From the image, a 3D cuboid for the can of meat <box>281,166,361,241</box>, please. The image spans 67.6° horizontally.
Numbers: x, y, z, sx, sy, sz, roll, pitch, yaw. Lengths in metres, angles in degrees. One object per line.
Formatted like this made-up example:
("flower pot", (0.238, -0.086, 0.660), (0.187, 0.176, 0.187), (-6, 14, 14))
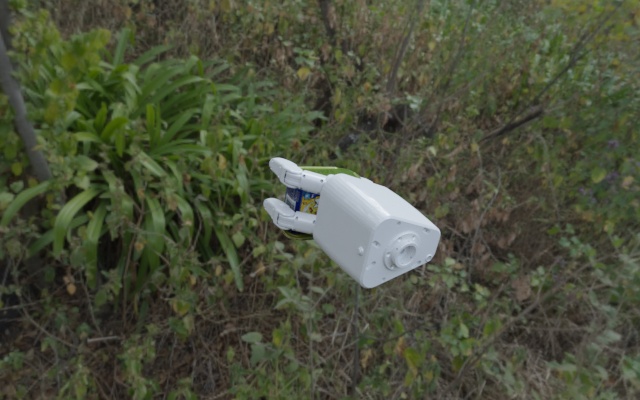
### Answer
("can of meat", (0.000, 0.002, 0.645), (0.102, 0.084, 0.057), (-2, 27, -27))
